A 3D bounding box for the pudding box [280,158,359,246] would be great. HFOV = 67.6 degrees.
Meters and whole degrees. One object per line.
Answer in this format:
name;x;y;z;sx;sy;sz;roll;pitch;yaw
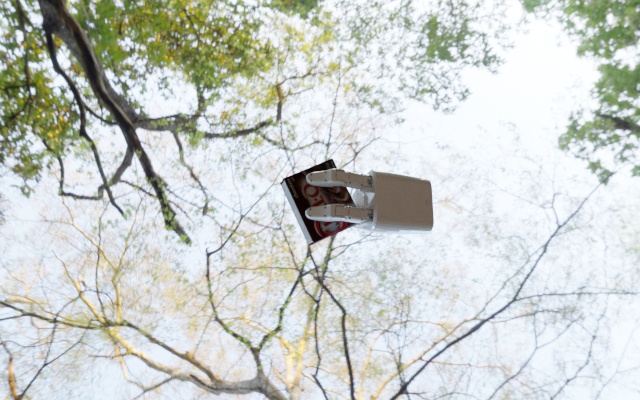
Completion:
pudding box;0.000;0.002;0.752;0.090;0.113;0.039;-24;-7;-22
